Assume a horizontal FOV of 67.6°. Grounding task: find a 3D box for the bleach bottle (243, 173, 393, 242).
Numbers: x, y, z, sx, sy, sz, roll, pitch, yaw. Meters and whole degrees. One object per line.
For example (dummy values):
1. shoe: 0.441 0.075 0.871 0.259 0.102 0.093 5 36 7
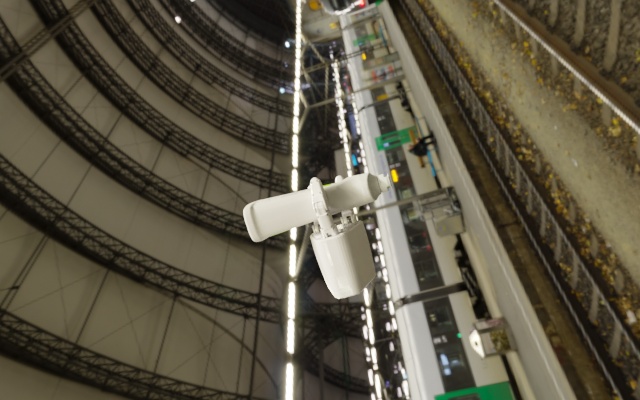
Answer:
1. bleach bottle: 0.000 0.003 0.831 0.251 0.068 0.102 -16 6 10
